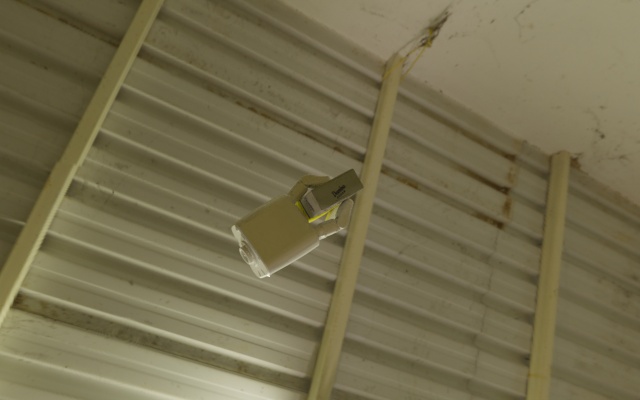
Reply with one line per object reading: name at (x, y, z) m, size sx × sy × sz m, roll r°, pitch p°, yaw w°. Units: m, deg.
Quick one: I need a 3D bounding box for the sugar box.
sugar box at (0.000, 0.003, 0.874) m, size 0.093 × 0.048 × 0.176 m, roll -29°, pitch -1°, yaw -24°
